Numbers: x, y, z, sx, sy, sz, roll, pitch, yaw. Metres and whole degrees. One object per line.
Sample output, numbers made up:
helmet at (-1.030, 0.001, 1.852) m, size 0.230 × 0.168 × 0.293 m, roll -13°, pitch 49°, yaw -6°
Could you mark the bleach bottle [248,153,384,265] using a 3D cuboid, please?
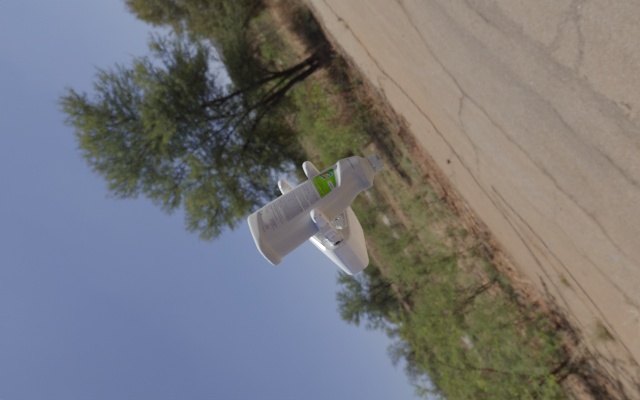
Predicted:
bleach bottle at (0.000, 0.003, 0.820) m, size 0.251 × 0.102 × 0.068 m, roll -33°, pitch -44°, yaw 4°
